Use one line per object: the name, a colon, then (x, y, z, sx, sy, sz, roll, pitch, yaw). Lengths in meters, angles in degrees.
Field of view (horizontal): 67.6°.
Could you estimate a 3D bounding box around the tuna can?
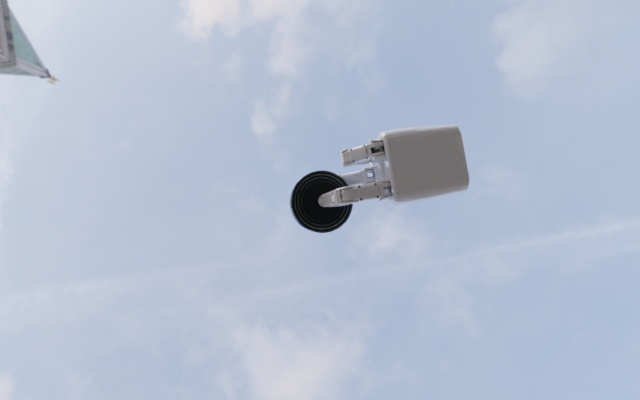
tuna can: (0.000, 0.002, 0.667, 0.086, 0.086, 0.034, 0, -2, -9)
